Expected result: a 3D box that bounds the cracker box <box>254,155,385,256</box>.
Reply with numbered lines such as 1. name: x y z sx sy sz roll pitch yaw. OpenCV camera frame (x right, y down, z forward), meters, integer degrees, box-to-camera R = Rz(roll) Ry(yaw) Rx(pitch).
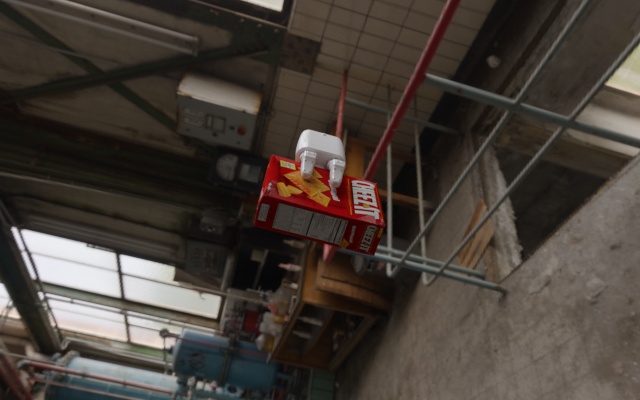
1. cracker box: 0.000 0.003 0.854 0.214 0.072 0.164 14 28 -7
